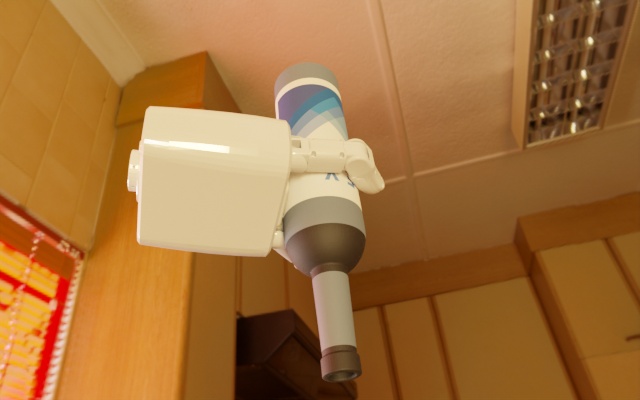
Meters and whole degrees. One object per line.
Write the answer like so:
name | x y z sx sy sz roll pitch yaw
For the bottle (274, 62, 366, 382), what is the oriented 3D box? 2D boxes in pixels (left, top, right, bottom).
bottle | 0.000 0.001 0.409 0.069 0.295 0.069 -5 -36 -3
